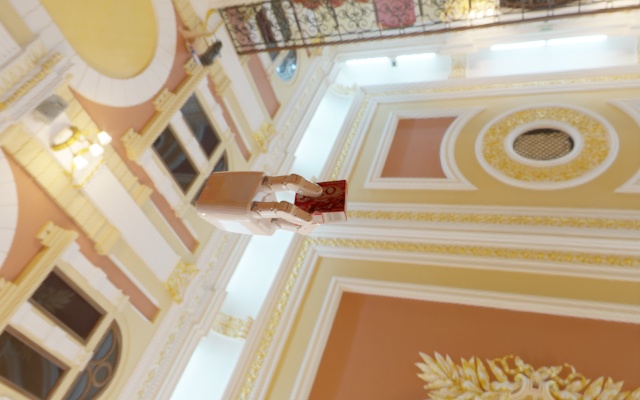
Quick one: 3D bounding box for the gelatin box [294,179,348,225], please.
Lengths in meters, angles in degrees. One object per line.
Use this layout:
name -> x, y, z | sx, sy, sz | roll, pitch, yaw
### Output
gelatin box -> 0.001, 0.003, 0.797 | 0.089, 0.073, 0.030 | -5, -44, 11
